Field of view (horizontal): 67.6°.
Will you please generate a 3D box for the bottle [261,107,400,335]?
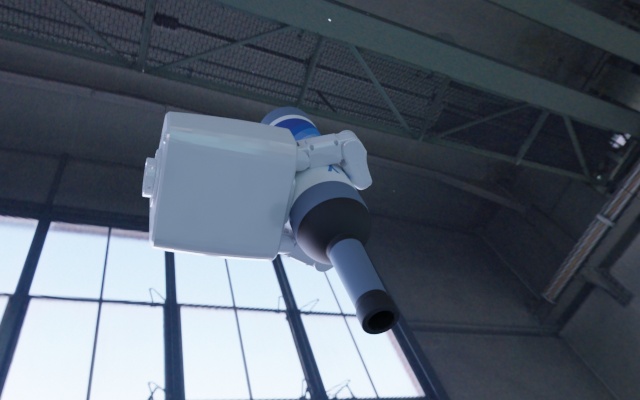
[{"bbox_3d":[0.000,0.001,0.435,0.069,0.069,0.295,0,32,-19],"label":"bottle"}]
